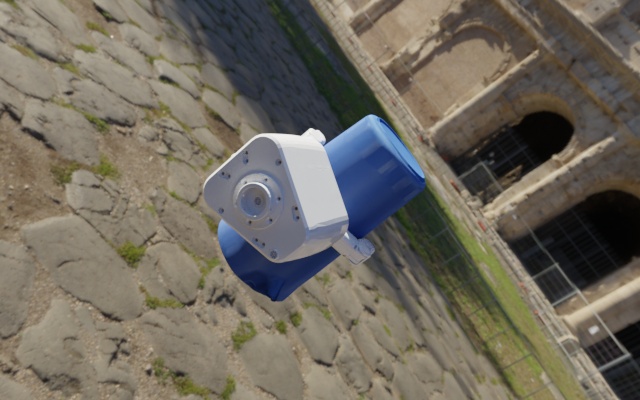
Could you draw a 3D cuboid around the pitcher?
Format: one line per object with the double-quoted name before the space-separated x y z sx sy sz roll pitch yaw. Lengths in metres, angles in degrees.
"pitcher" 0.000 0.002 0.595 0.243 0.149 0.145 -37 -11 18
